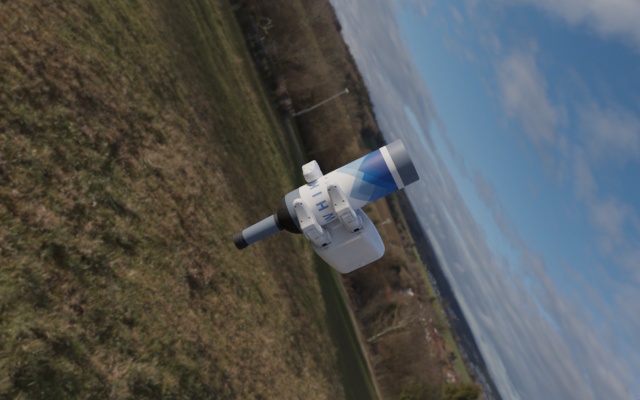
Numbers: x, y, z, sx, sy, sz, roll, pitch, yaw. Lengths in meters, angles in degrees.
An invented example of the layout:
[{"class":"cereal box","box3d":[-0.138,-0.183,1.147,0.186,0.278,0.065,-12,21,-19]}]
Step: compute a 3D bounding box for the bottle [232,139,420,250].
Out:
[{"class":"bottle","box3d":[0.000,0.002,0.722,0.296,0.069,0.069,-26,-5,9]}]
